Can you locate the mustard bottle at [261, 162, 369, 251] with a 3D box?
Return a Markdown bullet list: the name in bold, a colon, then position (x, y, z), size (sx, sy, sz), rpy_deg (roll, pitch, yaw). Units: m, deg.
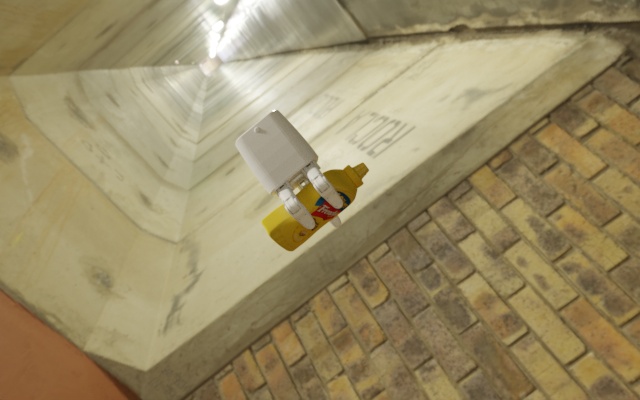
- **mustard bottle**: position (0.000, 0.003, 0.791), size (0.191, 0.058, 0.096), rpy_deg (-39, -34, 4)
